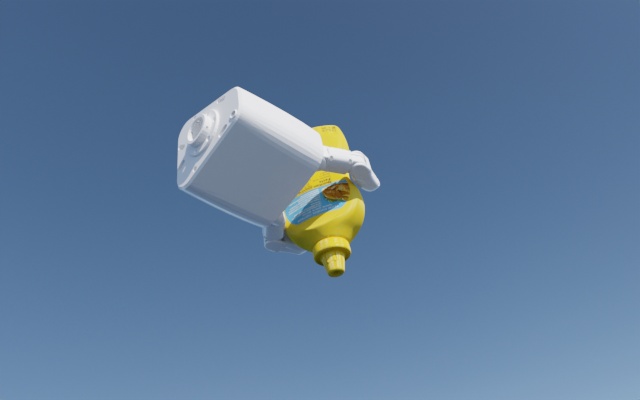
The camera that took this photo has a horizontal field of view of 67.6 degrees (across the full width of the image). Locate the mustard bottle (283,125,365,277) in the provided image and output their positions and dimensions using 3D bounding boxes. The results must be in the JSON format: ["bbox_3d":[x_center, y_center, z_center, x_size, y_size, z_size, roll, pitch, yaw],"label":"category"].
[{"bbox_3d":[0.000,0.002,0.556,0.096,0.191,0.058,-21,-39,11],"label":"mustard bottle"}]
